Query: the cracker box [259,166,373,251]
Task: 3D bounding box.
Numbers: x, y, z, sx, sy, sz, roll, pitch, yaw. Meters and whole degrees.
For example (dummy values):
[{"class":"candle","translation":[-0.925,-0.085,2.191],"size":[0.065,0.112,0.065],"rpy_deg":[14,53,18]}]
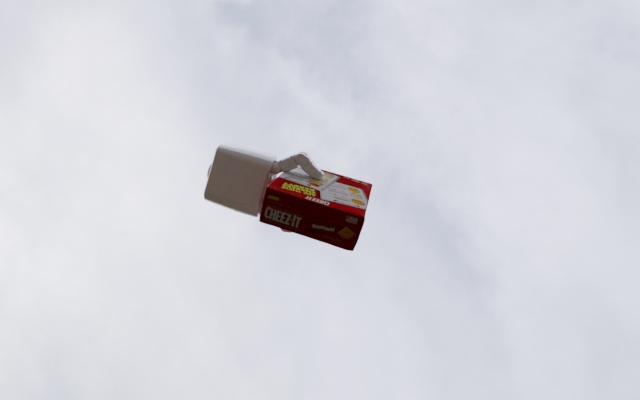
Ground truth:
[{"class":"cracker box","translation":[0.000,0.003,0.850],"size":[0.164,0.072,0.213],"rpy_deg":[17,18,4]}]
